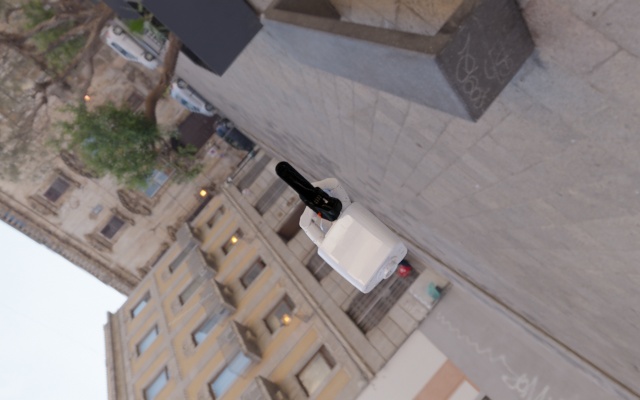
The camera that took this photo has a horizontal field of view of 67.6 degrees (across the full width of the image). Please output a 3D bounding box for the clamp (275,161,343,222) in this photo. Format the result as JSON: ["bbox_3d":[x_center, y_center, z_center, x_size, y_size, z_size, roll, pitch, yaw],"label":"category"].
[{"bbox_3d":[0.000,0.003,0.763,0.120,0.039,0.171,42,-1,26],"label":"clamp"}]
